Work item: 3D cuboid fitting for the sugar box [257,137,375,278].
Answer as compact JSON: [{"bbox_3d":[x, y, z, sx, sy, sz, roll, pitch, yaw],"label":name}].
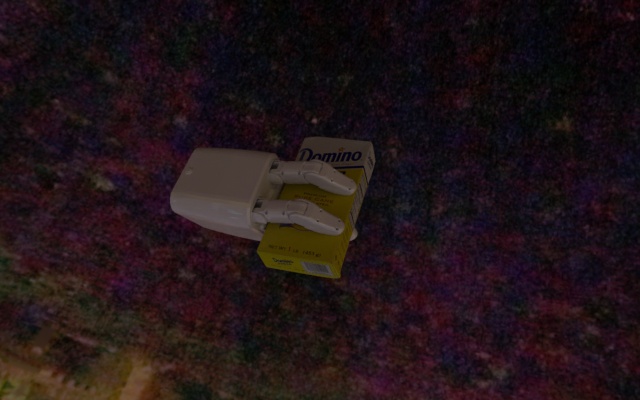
[{"bbox_3d":[0.000,0.002,0.572,0.093,0.176,0.048,7,-31,19],"label":"sugar box"}]
